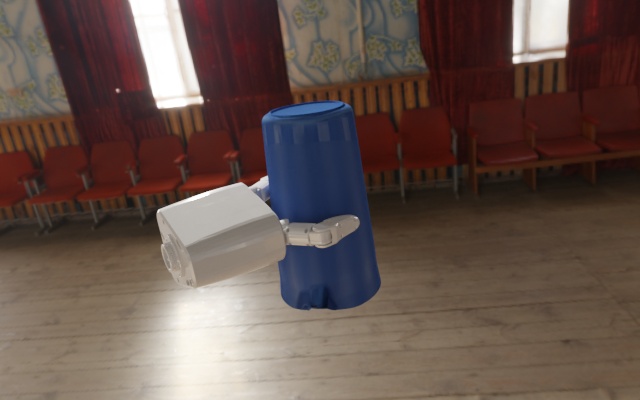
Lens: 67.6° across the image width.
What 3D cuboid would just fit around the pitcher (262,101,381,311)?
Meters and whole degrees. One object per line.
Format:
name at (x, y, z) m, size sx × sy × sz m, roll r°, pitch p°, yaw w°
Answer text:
pitcher at (0.000, 0.002, 0.603) m, size 0.145 × 0.243 × 0.149 m, roll -19°, pitch 23°, yaw -29°
